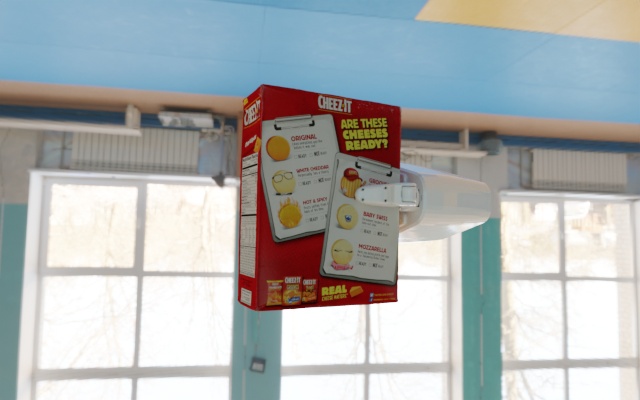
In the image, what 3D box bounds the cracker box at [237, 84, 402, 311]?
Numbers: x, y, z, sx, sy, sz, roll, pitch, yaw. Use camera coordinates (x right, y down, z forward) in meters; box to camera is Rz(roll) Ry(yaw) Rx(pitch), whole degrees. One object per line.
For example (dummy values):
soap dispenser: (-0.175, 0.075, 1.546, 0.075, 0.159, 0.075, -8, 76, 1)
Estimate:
cracker box: (0.000, 0.002, 0.503, 0.164, 0.213, 0.072, 3, -4, -28)
